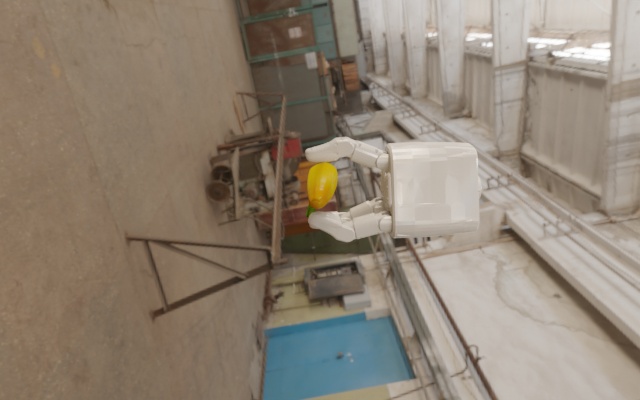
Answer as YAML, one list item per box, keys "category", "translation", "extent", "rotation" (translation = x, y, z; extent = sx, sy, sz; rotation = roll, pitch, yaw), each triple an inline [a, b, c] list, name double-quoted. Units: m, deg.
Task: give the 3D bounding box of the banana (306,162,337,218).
- category: "banana"
  translation: [0.002, -0.016, 0.606]
  extent: [0.037, 0.069, 0.198]
  rotation: [6, -6, -1]
